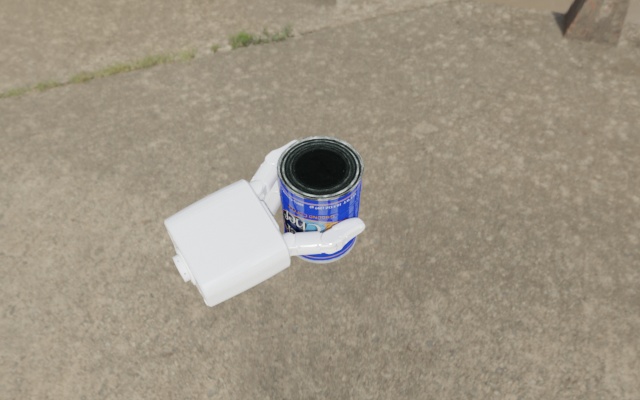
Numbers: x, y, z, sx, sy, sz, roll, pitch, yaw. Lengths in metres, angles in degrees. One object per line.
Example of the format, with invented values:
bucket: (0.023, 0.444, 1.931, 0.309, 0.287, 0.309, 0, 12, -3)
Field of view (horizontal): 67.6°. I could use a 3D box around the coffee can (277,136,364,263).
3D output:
coffee can: (0.000, 0.002, 0.618, 0.103, 0.102, 0.140, 0, -38, 0)
